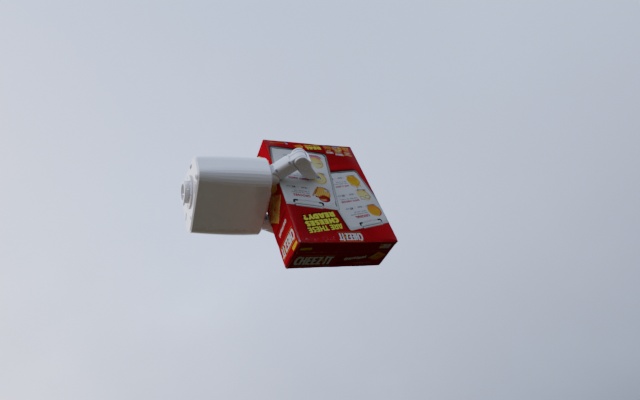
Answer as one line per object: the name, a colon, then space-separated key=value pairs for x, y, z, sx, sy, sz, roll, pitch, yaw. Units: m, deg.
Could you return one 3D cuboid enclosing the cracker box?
cracker box: x=0.000 y=0.002 z=0.747 sx=0.164 sy=0.213 sz=0.072 roll=2 pitch=-44 yaw=-27
